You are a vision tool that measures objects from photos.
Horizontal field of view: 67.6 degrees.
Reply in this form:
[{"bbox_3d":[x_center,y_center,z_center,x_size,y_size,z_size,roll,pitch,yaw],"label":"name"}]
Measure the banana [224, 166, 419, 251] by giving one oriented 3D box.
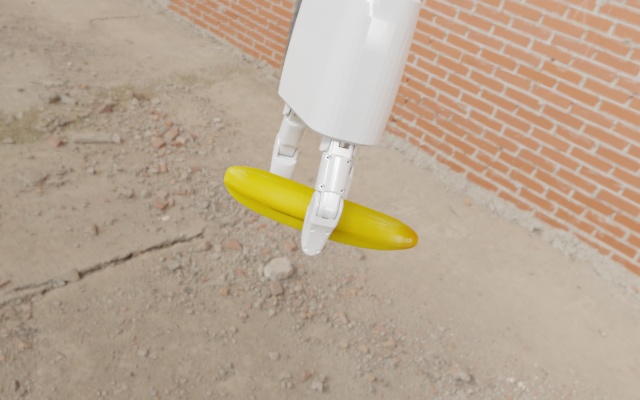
[{"bbox_3d":[-0.008,0.004,0.423,0.198,0.037,0.069,21,18,11],"label":"banana"}]
